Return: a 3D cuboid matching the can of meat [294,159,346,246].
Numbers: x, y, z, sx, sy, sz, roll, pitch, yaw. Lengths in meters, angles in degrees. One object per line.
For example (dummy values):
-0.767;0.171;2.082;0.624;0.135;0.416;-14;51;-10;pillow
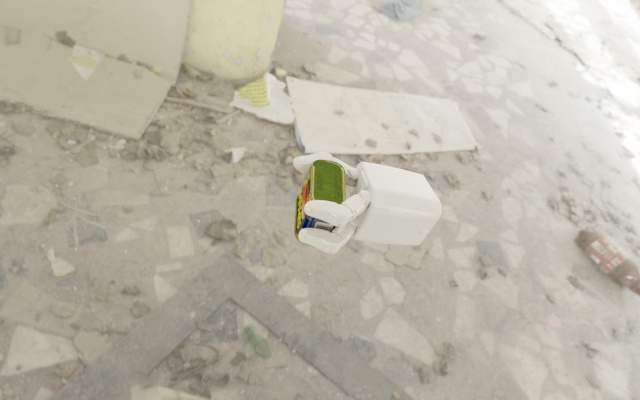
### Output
0.000;0.002;0.695;0.057;0.102;0.084;12;-43;-12;can of meat
